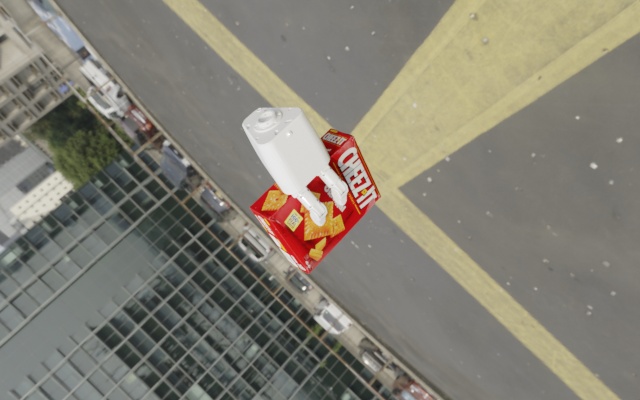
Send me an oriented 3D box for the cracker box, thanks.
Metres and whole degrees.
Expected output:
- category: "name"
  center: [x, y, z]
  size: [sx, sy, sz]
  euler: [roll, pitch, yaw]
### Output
- category: "cracker box"
  center: [0.000, 0.003, 0.866]
  size: [0.072, 0.213, 0.164]
  euler: [27, -25, 45]
